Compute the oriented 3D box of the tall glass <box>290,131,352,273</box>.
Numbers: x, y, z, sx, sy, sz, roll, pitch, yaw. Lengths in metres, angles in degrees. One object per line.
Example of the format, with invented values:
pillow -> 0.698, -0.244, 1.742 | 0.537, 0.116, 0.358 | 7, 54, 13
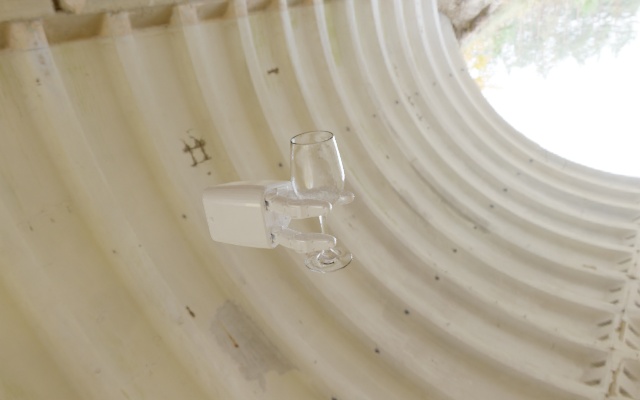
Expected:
tall glass -> 0.000, 0.003, 0.705 | 0.079, 0.201, 0.079 | -6, 24, 3
